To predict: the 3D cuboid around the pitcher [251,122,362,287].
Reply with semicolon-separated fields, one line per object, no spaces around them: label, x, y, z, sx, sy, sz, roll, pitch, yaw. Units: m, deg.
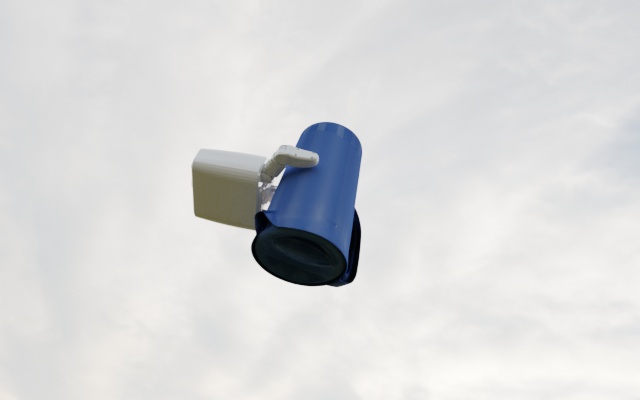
pitcher;0.000;0.002;0.718;0.145;0.242;0.149;10;-41;7
